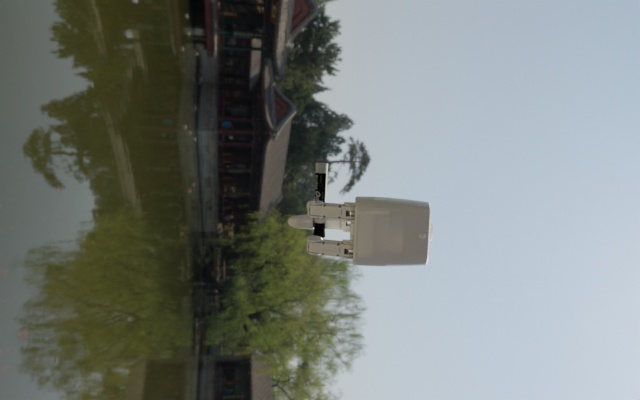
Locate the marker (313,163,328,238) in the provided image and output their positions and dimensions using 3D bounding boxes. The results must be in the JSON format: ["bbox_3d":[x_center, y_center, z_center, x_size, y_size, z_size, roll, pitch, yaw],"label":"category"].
[{"bbox_3d":[0.000,0.002,0.738,0.020,0.121,0.020,2,7,0],"label":"marker"}]
